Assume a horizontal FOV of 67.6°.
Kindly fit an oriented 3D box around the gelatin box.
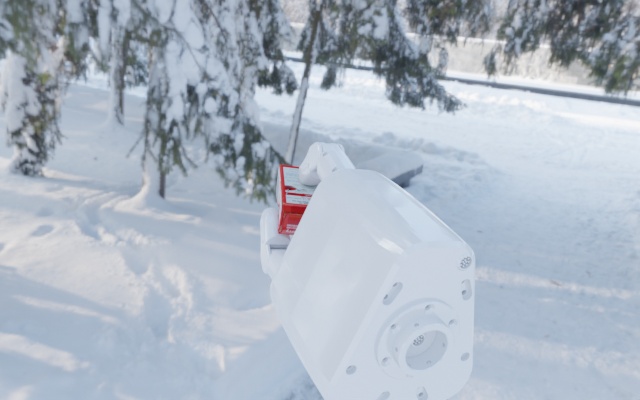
[{"bbox_3d":[0.000,0.001,0.410,0.073,0.030,0.089,6,24,-10],"label":"gelatin box"}]
